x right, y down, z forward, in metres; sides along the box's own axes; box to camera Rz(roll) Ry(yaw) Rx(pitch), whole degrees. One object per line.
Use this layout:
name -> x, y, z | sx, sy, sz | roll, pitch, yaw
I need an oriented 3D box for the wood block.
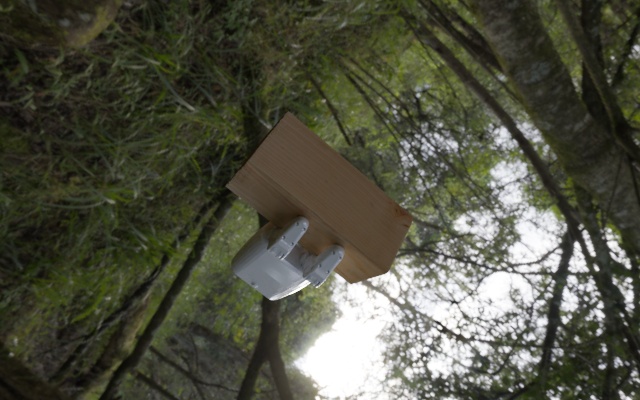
wood block -> 0.000, 0.002, 0.592 | 0.206, 0.090, 0.090 | 39, -32, -11
